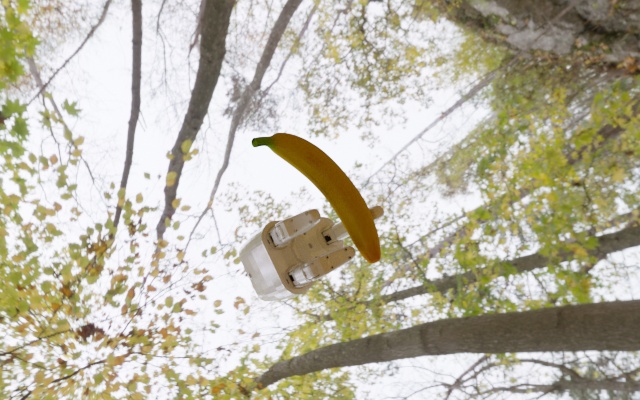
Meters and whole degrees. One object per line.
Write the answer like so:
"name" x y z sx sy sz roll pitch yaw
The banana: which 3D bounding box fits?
"banana" 0.007 -0.013 0.548 0.037 0.198 0.069 -32 18 53
